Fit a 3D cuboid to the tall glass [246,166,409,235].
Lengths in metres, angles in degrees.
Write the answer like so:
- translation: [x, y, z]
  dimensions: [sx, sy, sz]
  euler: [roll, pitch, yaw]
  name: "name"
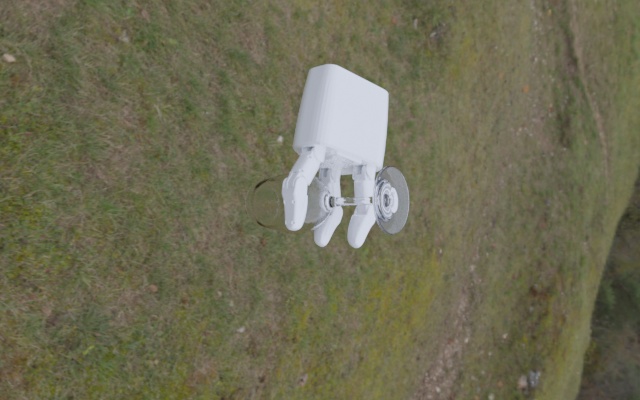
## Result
- translation: [0.001, 0.002, 0.576]
  dimensions: [0.201, 0.079, 0.079]
  euler: [-2, -1, 39]
  name: "tall glass"
